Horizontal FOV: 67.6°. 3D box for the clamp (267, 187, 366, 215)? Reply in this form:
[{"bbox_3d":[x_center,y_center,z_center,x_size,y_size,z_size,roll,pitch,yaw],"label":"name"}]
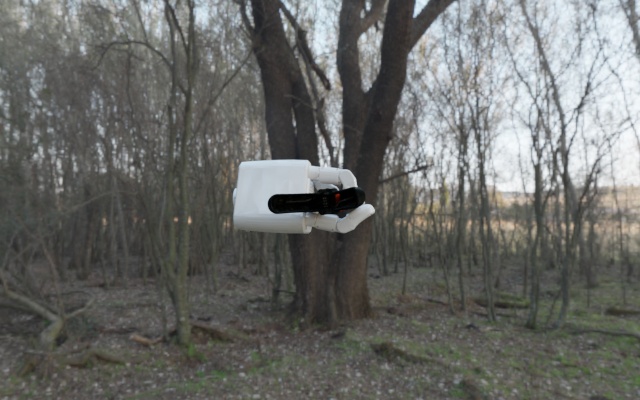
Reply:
[{"bbox_3d":[0.000,0.001,0.642,0.120,0.039,0.171,1,-4,5],"label":"clamp"}]
